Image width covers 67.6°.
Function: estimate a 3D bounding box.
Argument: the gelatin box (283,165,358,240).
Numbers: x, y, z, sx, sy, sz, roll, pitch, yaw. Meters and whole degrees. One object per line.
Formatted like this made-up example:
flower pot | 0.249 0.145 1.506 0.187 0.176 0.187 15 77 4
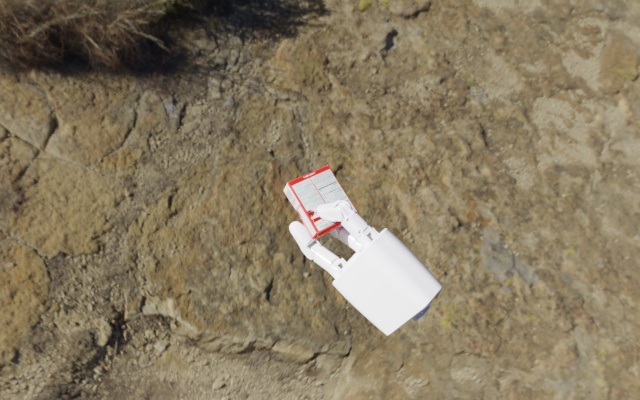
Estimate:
gelatin box | 0.000 0.002 0.692 0.073 0.089 0.030 -26 -13 -27
